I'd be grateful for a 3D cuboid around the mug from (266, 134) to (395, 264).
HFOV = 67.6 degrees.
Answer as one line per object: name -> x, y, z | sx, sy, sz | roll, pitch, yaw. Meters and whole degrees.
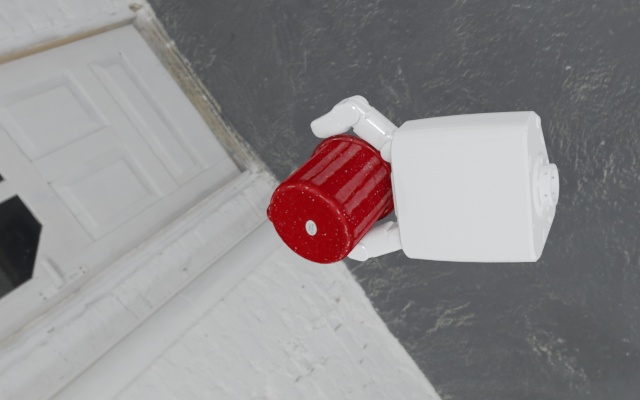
mug -> -0.001, 0.001, 0.425 | 0.117, 0.093, 0.081 | -2, 29, 37
